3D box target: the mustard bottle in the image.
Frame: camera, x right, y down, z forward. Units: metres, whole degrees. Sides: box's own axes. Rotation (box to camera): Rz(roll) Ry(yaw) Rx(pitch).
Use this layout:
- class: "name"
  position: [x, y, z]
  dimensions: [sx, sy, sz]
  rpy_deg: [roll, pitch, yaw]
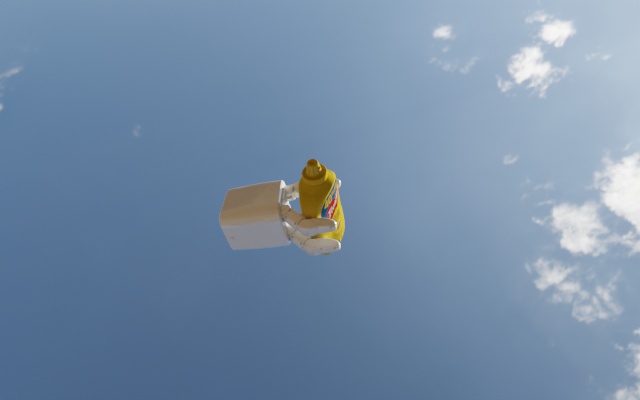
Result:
- class: "mustard bottle"
  position: [0.001, 0.003, 0.819]
  dimensions: [0.058, 0.096, 0.192]
  rpy_deg: [12, -38, 21]
